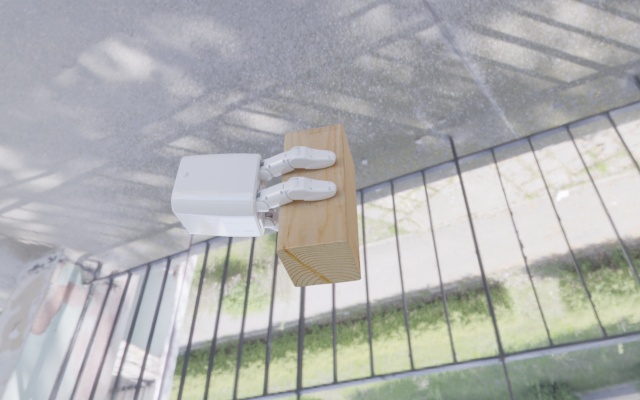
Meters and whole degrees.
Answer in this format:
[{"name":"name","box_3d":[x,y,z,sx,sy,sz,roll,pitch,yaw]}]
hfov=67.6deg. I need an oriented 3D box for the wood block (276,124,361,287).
[{"name":"wood block","box_3d":[0.000,0.002,0.650,0.090,0.206,0.091,-8,-41,10]}]
